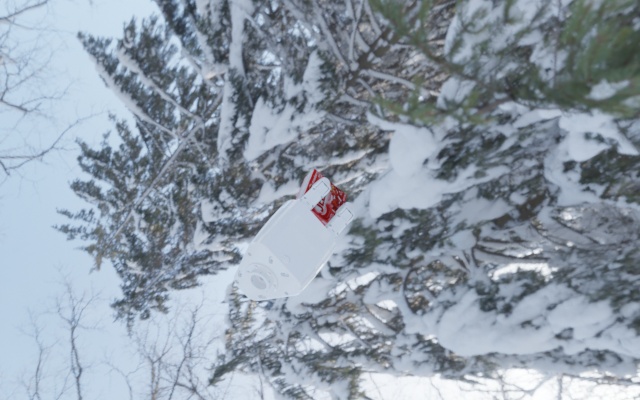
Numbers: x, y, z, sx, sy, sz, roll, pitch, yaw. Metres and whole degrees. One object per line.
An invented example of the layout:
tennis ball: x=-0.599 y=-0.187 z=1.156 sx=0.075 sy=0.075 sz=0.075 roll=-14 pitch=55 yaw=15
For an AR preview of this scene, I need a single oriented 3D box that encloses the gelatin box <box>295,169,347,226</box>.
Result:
gelatin box: x=0.000 y=0.003 z=0.761 sx=0.073 sy=0.089 sz=0.030 roll=39 pitch=-51 yaw=-16
